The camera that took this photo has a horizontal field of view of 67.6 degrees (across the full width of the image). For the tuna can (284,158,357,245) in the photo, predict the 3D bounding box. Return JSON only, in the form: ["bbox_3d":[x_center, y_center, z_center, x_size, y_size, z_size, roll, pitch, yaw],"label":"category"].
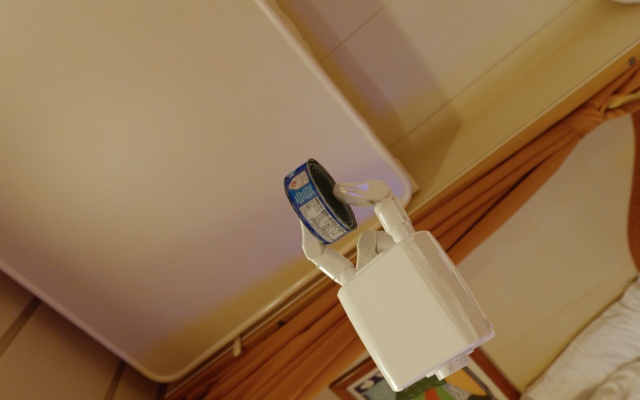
[{"bbox_3d":[0.000,0.002,0.487,0.034,0.086,0.086,-33,-9,14],"label":"tuna can"}]
